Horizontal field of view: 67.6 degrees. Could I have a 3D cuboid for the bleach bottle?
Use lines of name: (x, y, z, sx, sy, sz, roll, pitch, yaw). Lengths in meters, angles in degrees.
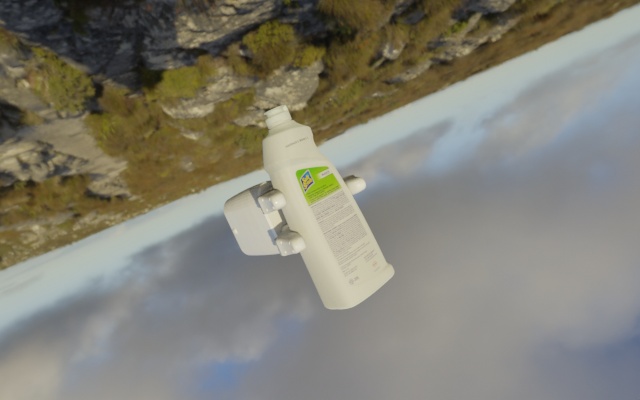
bleach bottle: (0.000, 0.002, 0.591, 0.102, 0.251, 0.068, -29, 9, -40)
